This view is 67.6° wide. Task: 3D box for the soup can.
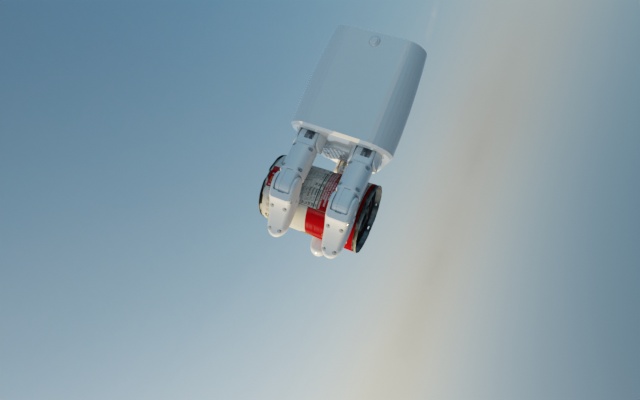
[{"bbox_3d":[0.000,0.002,0.464,0.102,0.068,0.068,20,5,15],"label":"soup can"}]
